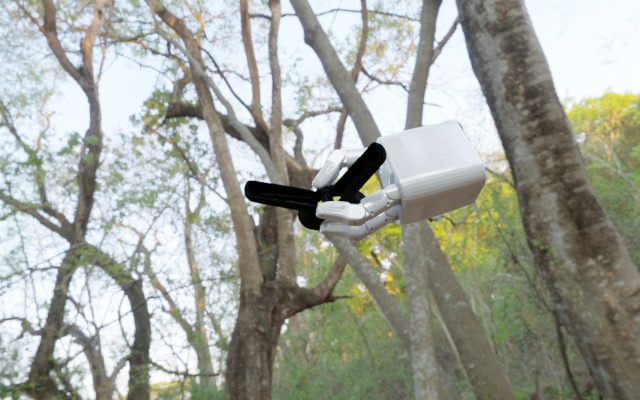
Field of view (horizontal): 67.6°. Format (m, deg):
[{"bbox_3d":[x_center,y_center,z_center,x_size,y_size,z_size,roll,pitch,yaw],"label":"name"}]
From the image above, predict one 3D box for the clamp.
[{"bbox_3d":[0.000,0.001,0.610,0.164,0.036,0.210,-13,-24,0],"label":"clamp"}]
